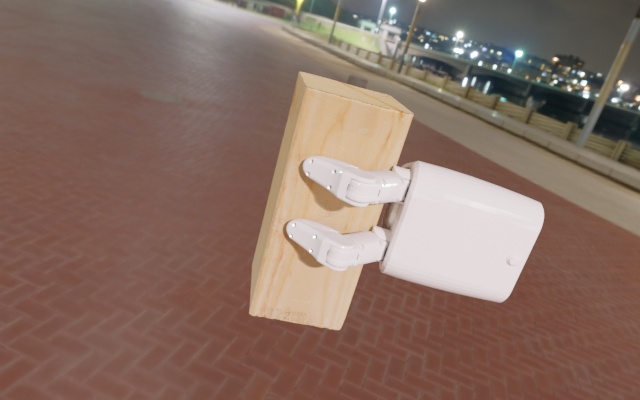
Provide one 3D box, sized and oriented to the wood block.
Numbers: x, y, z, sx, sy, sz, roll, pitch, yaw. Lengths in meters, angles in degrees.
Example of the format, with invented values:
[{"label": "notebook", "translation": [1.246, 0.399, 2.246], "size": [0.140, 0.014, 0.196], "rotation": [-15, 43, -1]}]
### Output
[{"label": "wood block", "translation": [0.000, 0.001, 0.435], "size": [0.090, 0.206, 0.090], "rotation": [12, 20, -10]}]
